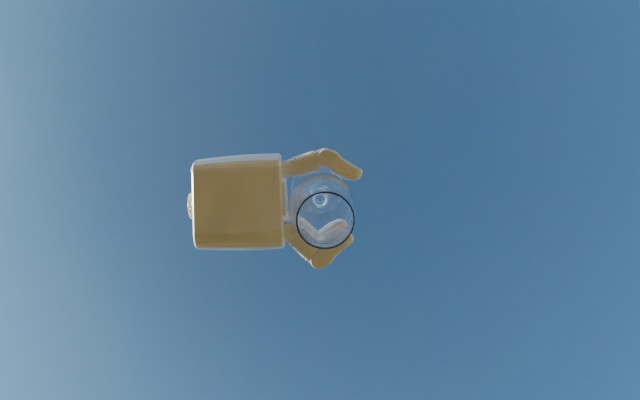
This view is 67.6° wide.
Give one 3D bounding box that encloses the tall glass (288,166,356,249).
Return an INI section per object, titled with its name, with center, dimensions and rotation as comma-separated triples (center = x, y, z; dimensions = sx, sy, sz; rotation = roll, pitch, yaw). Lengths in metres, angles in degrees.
[tall glass]
center = 0.000, 0.002, 0.588
dimensions = 0.079, 0.079, 0.201
rotation = 0, 11, -3
